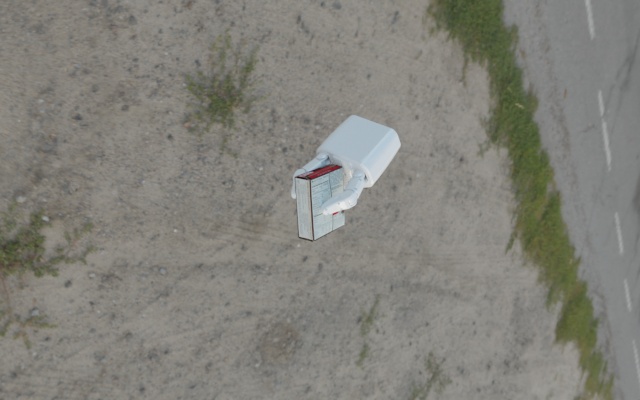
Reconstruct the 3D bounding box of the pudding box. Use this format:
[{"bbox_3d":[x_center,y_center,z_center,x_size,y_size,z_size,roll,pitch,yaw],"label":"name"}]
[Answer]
[{"bbox_3d":[0.000,0.003,0.810,0.039,0.113,0.090,11,23,39],"label":"pudding box"}]
